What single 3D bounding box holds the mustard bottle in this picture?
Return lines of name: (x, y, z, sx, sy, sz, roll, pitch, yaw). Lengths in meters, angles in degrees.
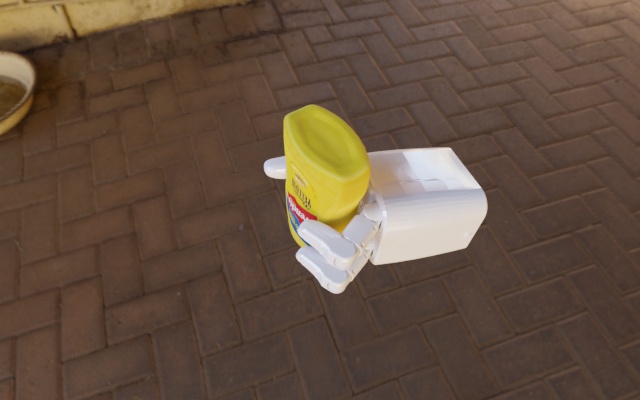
mustard bottle: (0.000, 0.002, 0.487, 0.058, 0.096, 0.192, -29, -29, -22)
